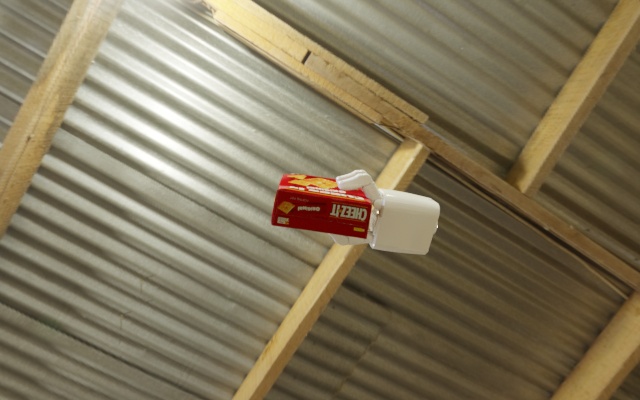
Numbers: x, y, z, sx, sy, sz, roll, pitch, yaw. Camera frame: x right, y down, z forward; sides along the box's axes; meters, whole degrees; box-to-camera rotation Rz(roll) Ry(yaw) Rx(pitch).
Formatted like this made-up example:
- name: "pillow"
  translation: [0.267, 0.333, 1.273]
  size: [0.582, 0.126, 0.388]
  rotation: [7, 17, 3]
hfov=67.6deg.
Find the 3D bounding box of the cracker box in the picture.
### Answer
- name: "cracker box"
  translation: [0.000, 0.003, 0.891]
  size: [0.164, 0.072, 0.213]
  rotation: [8, 10, -3]
